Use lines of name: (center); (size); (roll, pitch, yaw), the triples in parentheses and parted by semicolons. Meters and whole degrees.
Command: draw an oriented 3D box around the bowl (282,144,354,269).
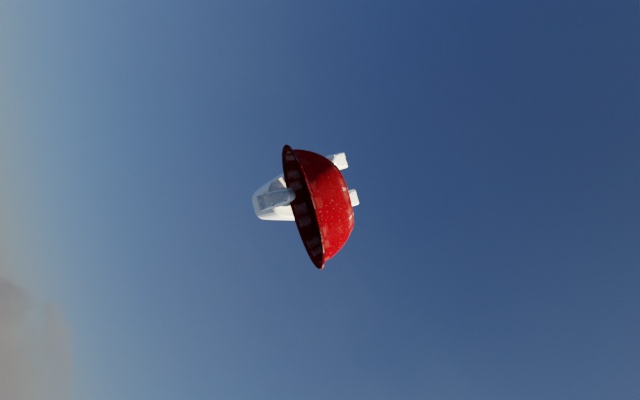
bowl: (0.001, 0.002, 0.604); (0.055, 0.162, 0.162); (-16, 3, -12)
